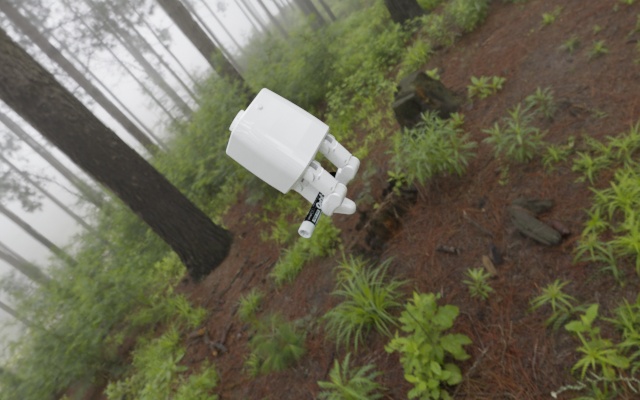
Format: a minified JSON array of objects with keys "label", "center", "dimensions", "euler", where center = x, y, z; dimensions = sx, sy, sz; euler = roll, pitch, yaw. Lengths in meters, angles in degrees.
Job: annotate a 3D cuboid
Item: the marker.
[{"label":"marker","center":[0.000,0.002,0.684],"dimensions":[0.020,0.121,0.020],"euler":[17,-38,13]}]
